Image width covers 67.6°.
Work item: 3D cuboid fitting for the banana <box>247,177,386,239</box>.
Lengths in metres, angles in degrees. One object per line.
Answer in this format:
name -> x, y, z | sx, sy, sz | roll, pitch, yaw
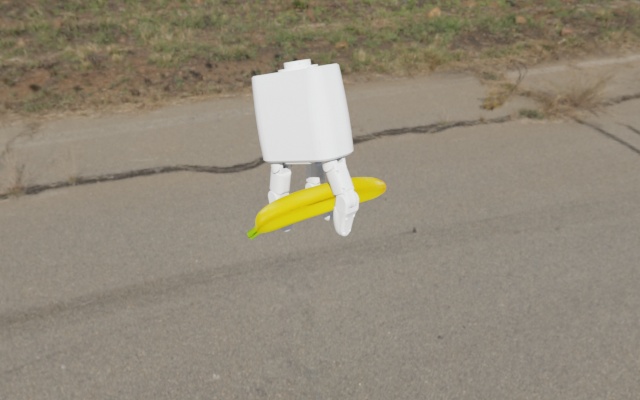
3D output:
banana -> 0.000, 0.000, 0.605 | 0.198, 0.037, 0.069 | -18, -5, -13
